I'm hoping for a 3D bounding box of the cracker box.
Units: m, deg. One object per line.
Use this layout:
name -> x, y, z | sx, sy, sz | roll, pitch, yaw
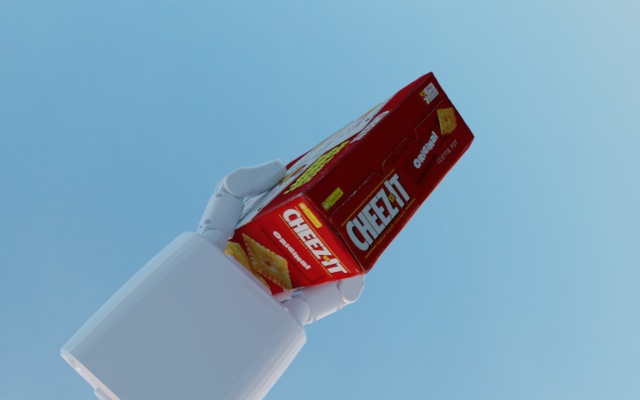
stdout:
cracker box -> 0.000, 0.001, 0.402 | 0.164, 0.072, 0.214 | -45, 12, -34
